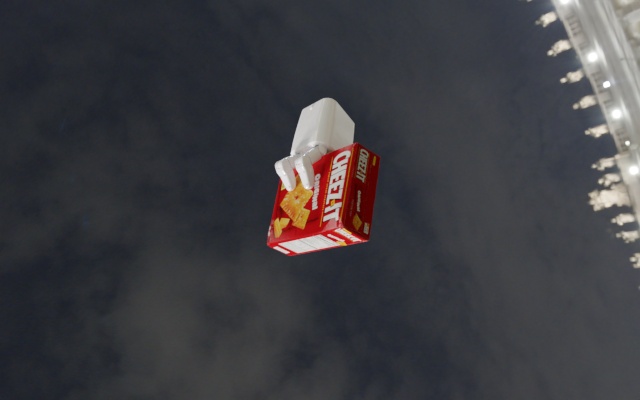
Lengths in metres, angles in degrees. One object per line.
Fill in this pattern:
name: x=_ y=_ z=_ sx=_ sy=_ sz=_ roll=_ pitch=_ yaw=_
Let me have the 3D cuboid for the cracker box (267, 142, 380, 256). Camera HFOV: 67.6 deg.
cracker box: x=0.000 y=0.003 z=0.877 sx=0.072 sy=0.164 sz=0.214 roll=27 pitch=-29 yaw=-34
